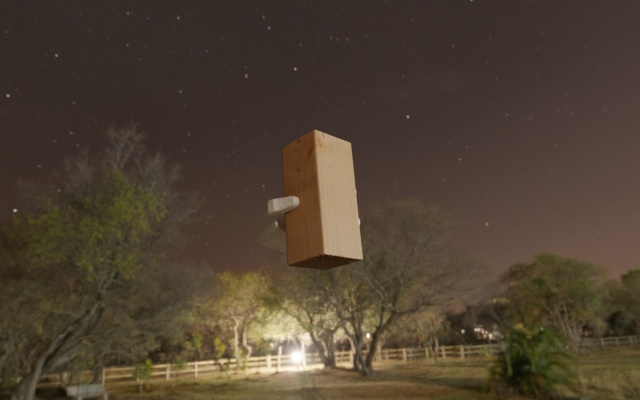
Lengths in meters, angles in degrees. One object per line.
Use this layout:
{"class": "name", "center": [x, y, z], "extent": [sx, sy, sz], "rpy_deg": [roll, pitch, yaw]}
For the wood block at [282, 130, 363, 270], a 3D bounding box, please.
{"class": "wood block", "center": [0.000, 0.003, 0.792], "extent": [0.091, 0.206, 0.090], "rpy_deg": [13, -26, -42]}
